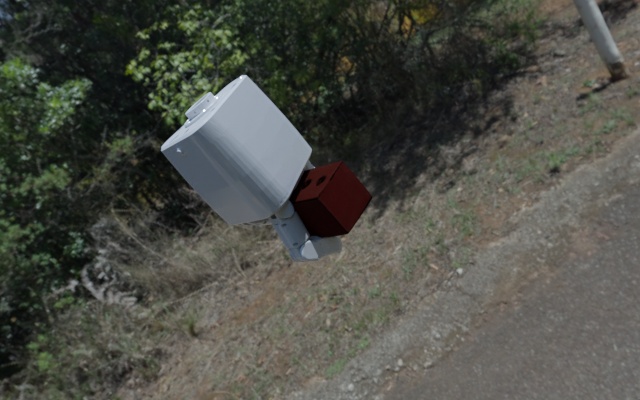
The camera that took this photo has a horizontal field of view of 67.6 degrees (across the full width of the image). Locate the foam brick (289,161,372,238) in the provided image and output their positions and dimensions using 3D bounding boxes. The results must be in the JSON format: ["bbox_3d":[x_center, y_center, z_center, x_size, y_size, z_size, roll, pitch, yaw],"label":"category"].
[{"bbox_3d":[0.000,0.002,0.479,0.078,0.051,0.053,-12,35,49],"label":"foam brick"}]
